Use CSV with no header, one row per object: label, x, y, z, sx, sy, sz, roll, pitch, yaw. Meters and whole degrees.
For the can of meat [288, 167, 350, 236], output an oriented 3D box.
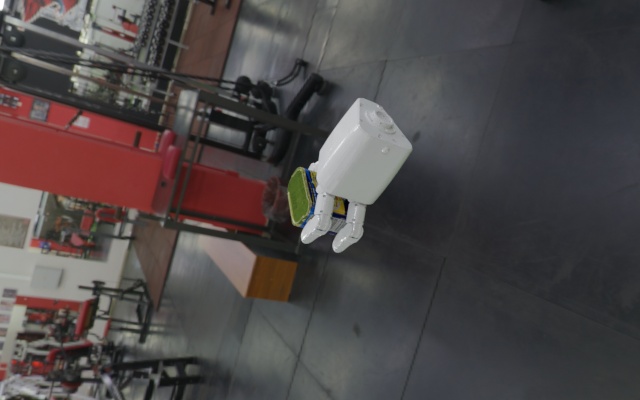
can of meat,0.000,0.002,0.733,0.084,0.102,0.057,16,-49,-28
